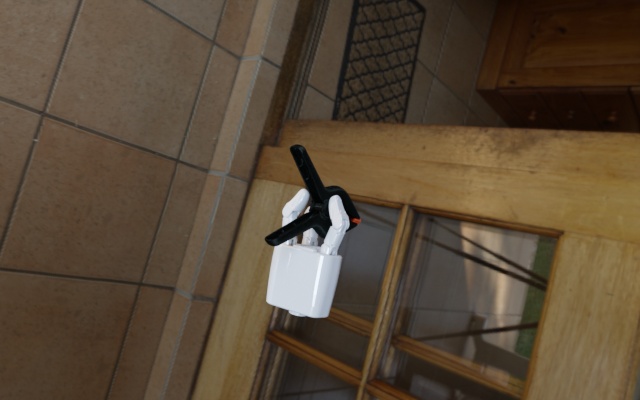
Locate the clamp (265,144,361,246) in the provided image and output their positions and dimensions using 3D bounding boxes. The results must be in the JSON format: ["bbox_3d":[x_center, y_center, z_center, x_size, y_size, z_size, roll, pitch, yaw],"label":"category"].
[{"bbox_3d":[0.001,0.003,0.811,0.036,0.164,0.210,11,0,42],"label":"clamp"}]
